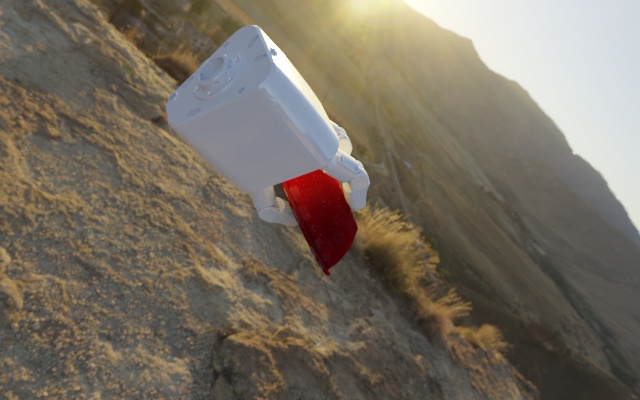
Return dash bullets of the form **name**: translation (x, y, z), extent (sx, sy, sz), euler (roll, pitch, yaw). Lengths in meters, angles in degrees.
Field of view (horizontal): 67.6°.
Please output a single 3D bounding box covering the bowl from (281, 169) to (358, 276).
- **bowl**: translation (0.001, 0.002, 0.548), extent (0.055, 0.162, 0.162), euler (-24, -1, 1)
